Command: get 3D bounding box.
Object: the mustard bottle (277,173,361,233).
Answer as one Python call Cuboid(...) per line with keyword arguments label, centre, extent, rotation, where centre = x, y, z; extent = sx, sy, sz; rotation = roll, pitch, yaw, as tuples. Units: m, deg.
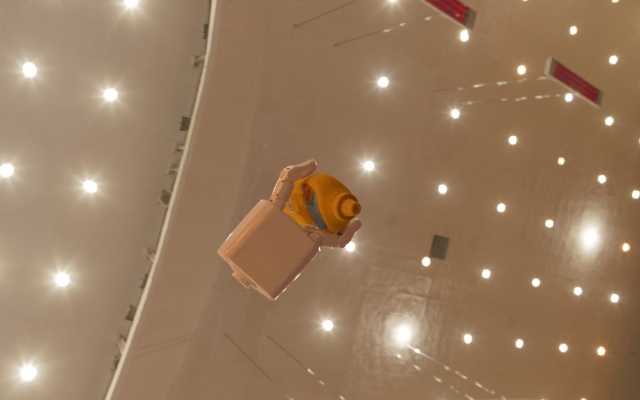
Cuboid(label="mustard bottle", centre=(0.000, 0.002, 0.760), extent=(0.058, 0.096, 0.191), rotation=(-27, 19, -26))
